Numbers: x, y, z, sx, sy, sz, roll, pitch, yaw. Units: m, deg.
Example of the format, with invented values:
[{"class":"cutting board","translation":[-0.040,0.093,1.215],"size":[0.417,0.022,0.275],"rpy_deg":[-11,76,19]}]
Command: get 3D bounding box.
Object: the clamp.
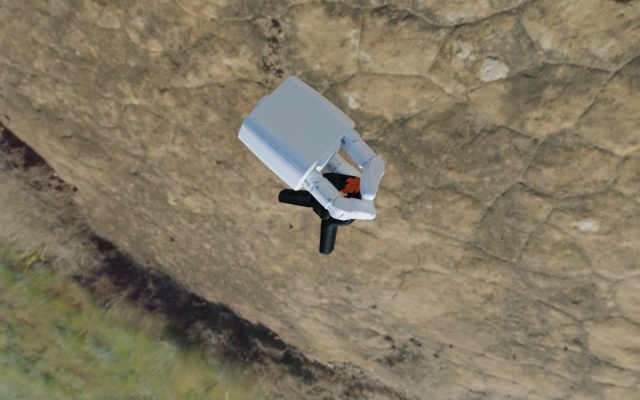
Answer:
[{"class":"clamp","translation":[0.000,0.003,0.678],"size":[0.039,0.120,0.171],"rpy_deg":[-45,-5,-38]}]
